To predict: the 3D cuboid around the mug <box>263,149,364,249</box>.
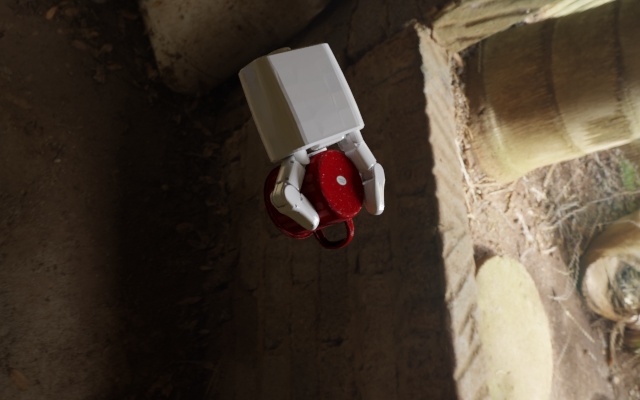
[{"bbox_3d":[0.001,0.003,0.552,0.081,0.117,0.093,-20,5,41],"label":"mug"}]
